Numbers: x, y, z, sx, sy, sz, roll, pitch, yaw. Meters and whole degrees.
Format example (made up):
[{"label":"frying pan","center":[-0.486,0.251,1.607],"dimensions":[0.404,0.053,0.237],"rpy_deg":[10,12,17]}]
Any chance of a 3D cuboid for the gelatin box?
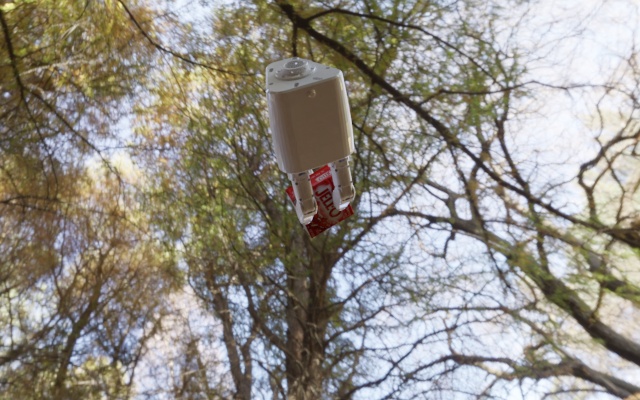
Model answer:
[{"label":"gelatin box","center":[0.000,0.002,0.678],"dimensions":[0.073,0.089,0.030],"rpy_deg":[-30,43,-6]}]
